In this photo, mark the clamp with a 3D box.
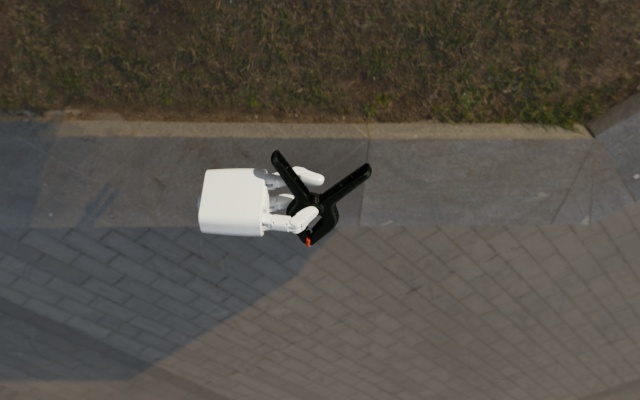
[{"bbox_3d":[0.000,0.004,0.833,0.164,0.210,0.036,4,44,3],"label":"clamp"}]
